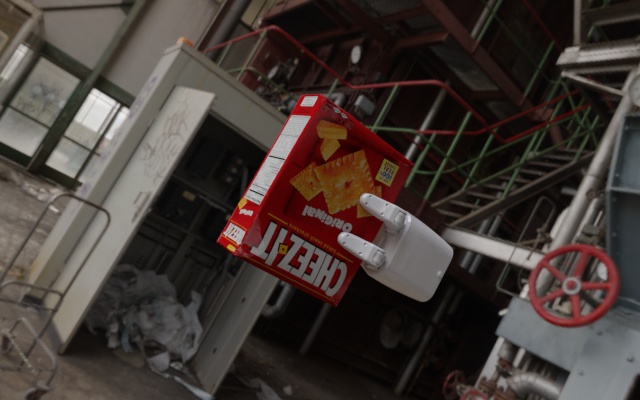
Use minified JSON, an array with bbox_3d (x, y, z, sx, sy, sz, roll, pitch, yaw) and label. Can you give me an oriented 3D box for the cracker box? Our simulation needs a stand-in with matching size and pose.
[{"bbox_3d":[0.000,0.002,0.596,0.164,0.213,0.072,33,-7,-30],"label":"cracker box"}]
